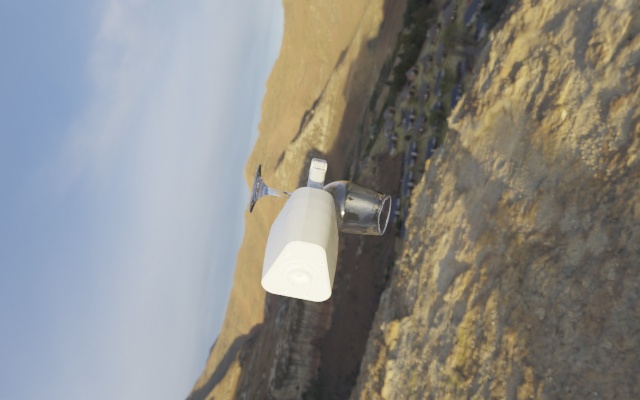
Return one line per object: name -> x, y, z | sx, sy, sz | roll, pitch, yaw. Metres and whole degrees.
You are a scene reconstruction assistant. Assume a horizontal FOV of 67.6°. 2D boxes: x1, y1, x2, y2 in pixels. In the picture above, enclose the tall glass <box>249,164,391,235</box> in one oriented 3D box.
tall glass -> -0.001, 0.002, 0.712 | 0.201, 0.079, 0.079 | 11, -1, -3
